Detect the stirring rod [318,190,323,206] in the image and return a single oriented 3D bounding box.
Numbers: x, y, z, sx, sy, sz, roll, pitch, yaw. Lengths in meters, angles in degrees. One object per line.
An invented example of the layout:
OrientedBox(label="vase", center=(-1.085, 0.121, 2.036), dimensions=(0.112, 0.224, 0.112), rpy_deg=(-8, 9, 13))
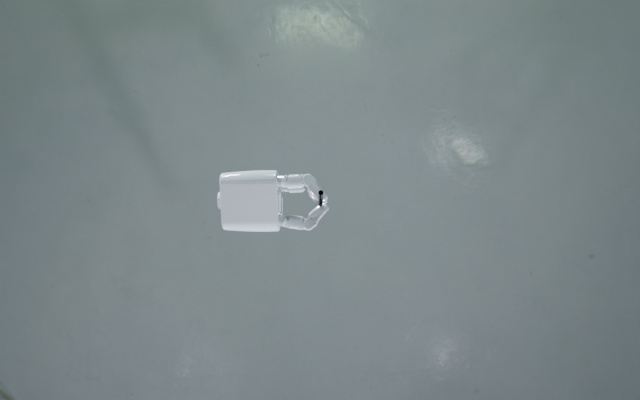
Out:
OrientedBox(label="stirring rod", center=(0.000, 0.003, 0.867), dimensions=(0.011, 0.011, 0.239), rpy_deg=(0, -7, 0))
